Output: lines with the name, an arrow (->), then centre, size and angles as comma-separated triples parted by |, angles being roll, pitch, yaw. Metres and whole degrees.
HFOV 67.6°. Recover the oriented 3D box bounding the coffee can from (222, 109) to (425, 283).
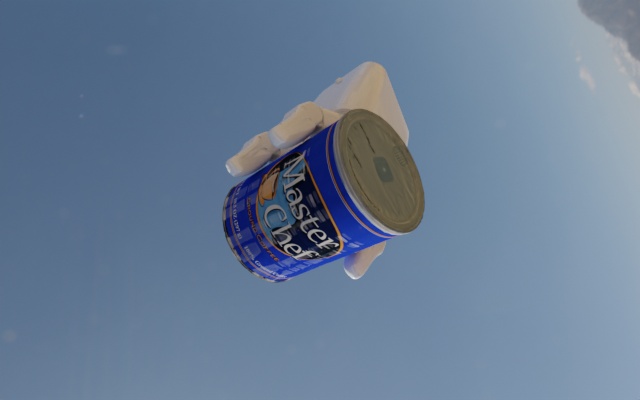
coffee can -> 0.000, 0.001, 0.403 | 0.140, 0.102, 0.103 | -27, -17, 37
